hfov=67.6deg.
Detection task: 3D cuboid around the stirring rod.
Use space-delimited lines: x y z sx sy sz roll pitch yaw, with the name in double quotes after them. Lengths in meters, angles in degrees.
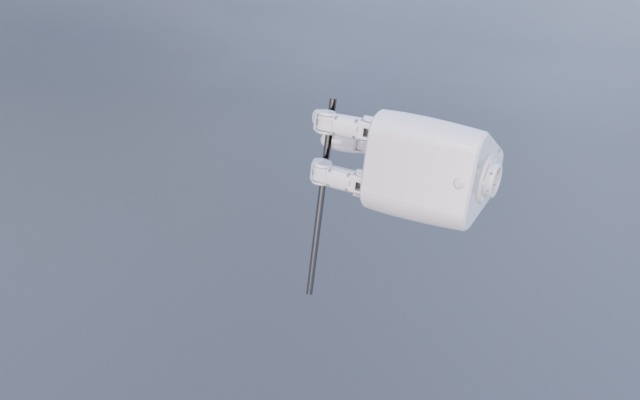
0.000 0.002 0.565 0.011 0.239 0.011 6 16 -2 "stirring rod"
